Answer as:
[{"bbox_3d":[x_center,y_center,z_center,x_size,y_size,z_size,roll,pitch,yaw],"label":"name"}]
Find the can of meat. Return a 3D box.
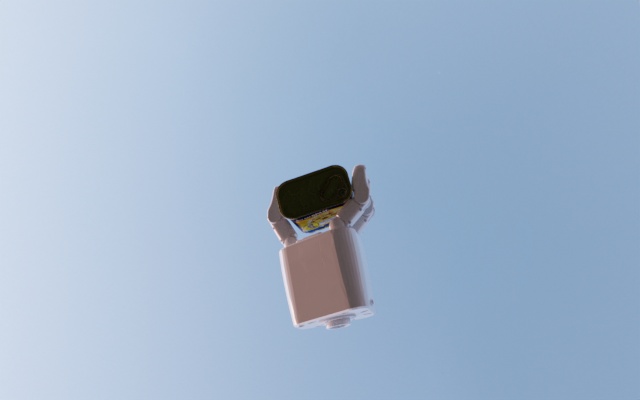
[{"bbox_3d":[0.000,0.002,0.671,0.102,0.057,0.084,-19,-24,7],"label":"can of meat"}]
